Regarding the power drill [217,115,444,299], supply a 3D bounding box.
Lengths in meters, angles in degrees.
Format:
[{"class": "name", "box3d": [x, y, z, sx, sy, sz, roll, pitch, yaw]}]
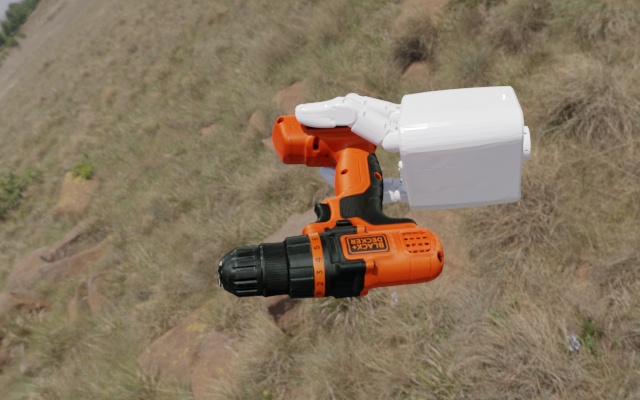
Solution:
[{"class": "power drill", "box3d": [0.000, 0.001, 0.434, 0.184, 0.187, 0.057, -3, -39, -9]}]
